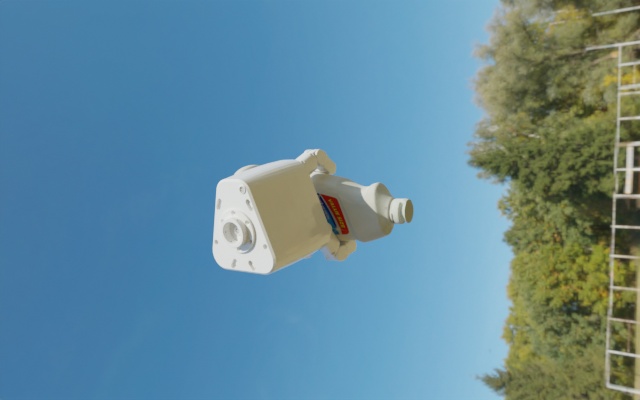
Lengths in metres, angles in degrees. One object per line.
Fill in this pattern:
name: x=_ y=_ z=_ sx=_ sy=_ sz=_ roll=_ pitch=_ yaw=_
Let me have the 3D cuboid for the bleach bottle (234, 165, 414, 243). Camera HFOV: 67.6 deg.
bleach bottle: x=0.000 y=0.002 z=0.637 sx=0.251 sy=0.102 sz=0.068 roll=1 pitch=16 yaw=33
